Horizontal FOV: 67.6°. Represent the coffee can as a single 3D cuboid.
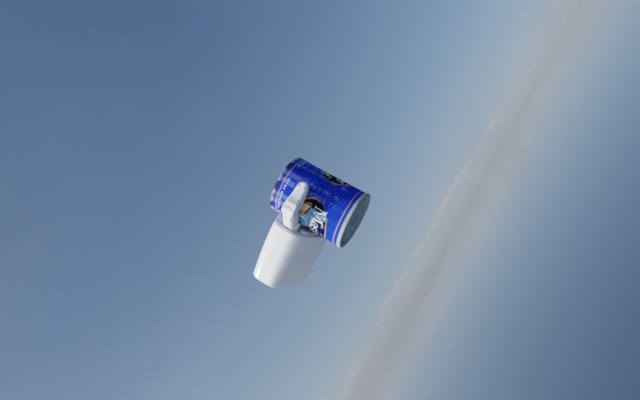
[{"bbox_3d":[0.000,0.003,0.819,0.140,0.103,0.103,29,8,15],"label":"coffee can"}]
